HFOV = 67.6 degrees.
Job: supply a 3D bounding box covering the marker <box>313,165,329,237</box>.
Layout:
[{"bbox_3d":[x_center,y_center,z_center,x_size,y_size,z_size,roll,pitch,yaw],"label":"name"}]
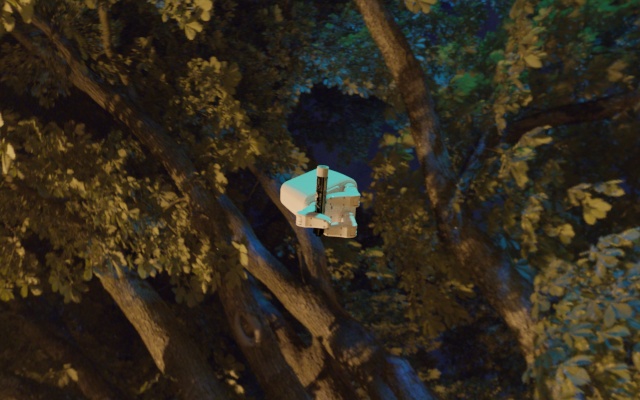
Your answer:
[{"bbox_3d":[0.000,0.003,0.793,0.020,0.121,0.020,4,17,-1],"label":"marker"}]
